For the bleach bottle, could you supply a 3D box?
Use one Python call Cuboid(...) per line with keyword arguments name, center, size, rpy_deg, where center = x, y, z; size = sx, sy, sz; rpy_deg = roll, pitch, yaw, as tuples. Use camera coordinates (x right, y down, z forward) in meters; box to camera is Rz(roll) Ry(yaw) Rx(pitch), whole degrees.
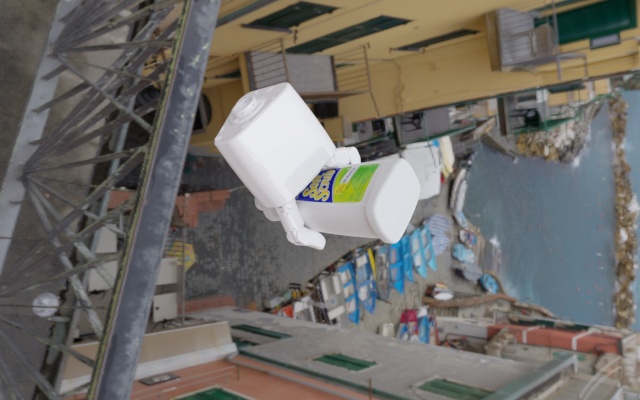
Cuboid(name="bleach bottle", center=(0.000, 0.002, 0.631), size=(0.251, 0.102, 0.068), rpy_deg=(-3, -45, 42))
